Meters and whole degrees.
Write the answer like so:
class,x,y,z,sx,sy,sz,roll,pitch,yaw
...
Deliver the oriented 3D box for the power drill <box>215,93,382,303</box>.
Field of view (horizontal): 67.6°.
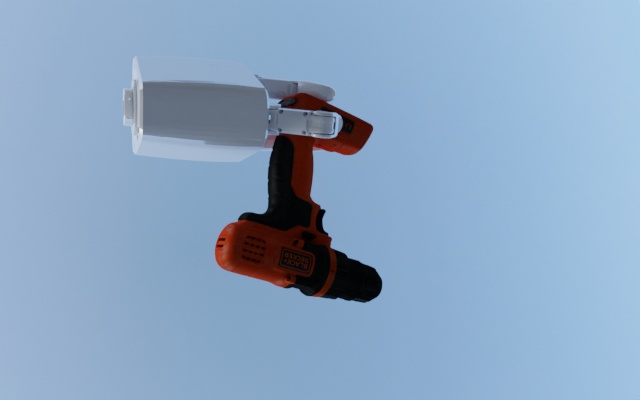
class,x,y,z,sx,sy,sz,roll,pitch,yaw
power drill,0.000,0.001,0.483,0.184,0.187,0.057,21,-18,-31
